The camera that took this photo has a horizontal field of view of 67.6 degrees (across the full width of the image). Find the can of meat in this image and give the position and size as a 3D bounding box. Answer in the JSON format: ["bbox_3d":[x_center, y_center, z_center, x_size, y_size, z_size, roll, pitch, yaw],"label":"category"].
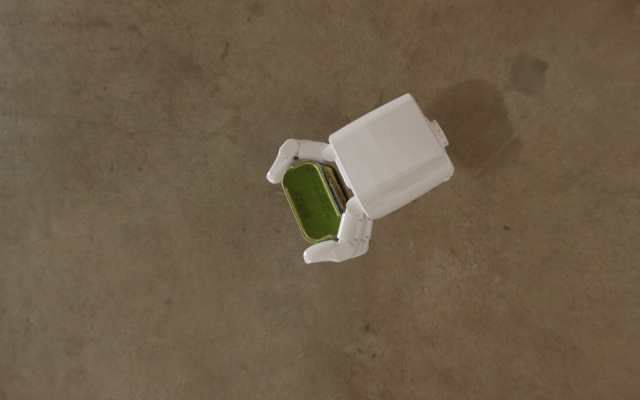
[{"bbox_3d":[0.000,0.002,0.587,0.057,0.102,0.084,-25,-7,13],"label":"can of meat"}]
